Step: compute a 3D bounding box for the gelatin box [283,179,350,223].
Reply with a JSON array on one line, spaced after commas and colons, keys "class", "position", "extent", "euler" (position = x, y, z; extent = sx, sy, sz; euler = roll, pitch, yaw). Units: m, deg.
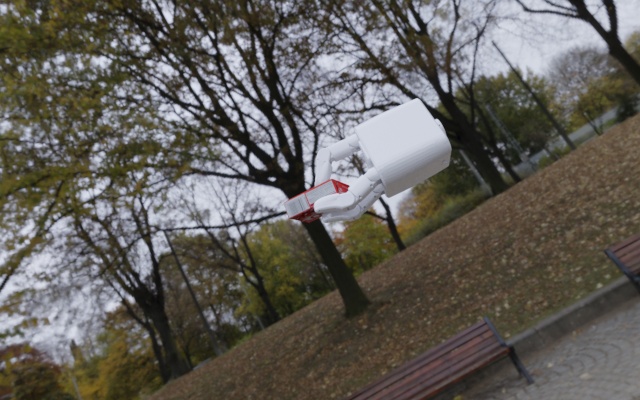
[{"class": "gelatin box", "position": [0.000, 0.002, 0.723], "extent": [0.089, 0.030, 0.073], "euler": [-26, -16, 17]}]
